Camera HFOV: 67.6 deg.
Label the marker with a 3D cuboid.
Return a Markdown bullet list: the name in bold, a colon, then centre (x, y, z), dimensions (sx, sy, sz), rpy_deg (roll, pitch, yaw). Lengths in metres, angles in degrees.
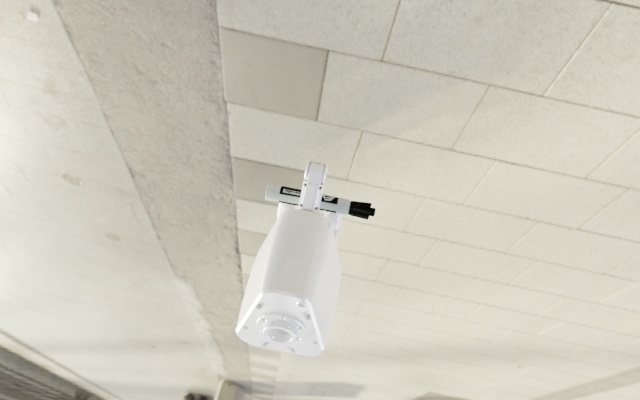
- **marker**: centre (0.000, 0.002, 0.524), dimensions (0.121, 0.020, 0.020), rpy_deg (11, 0, 3)
